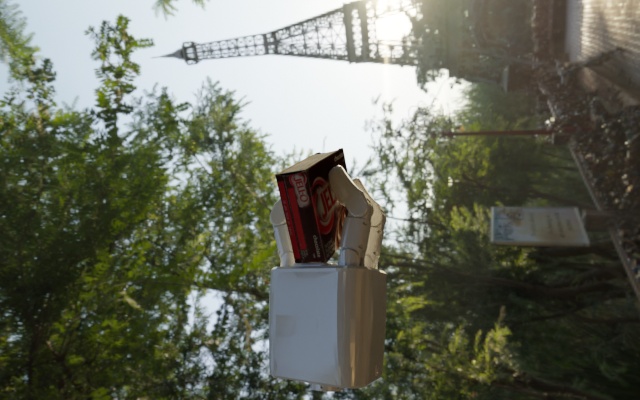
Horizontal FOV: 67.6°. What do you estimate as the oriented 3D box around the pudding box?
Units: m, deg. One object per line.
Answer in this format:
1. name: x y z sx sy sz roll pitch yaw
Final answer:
1. pudding box: 0.000 0.002 0.486 0.039 0.090 0.113 -6 14 20
